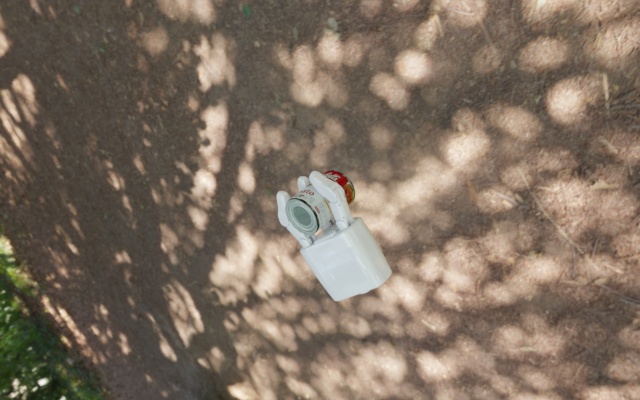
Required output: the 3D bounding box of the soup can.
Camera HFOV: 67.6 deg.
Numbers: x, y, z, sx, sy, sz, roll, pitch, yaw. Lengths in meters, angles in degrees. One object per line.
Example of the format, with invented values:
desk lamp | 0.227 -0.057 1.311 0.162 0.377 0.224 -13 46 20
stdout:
soup can | 0.000 0.002 0.769 0.068 0.068 0.102 0 29 43
